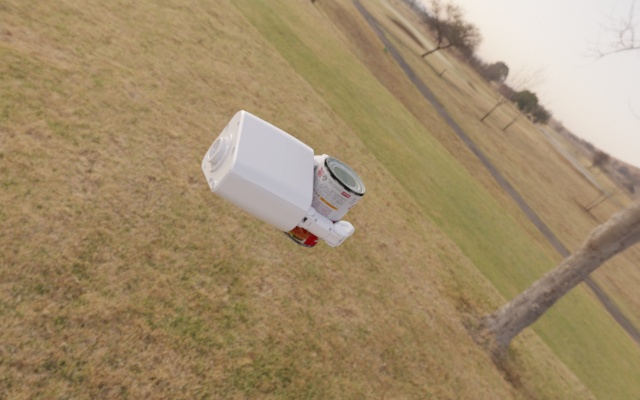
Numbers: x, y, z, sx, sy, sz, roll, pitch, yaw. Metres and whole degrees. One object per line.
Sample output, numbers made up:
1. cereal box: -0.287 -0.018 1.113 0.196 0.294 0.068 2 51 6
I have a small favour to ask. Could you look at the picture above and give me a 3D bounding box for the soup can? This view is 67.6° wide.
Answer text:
1. soup can: 0.001 0.002 0.610 0.102 0.068 0.068 -47 -23 23
